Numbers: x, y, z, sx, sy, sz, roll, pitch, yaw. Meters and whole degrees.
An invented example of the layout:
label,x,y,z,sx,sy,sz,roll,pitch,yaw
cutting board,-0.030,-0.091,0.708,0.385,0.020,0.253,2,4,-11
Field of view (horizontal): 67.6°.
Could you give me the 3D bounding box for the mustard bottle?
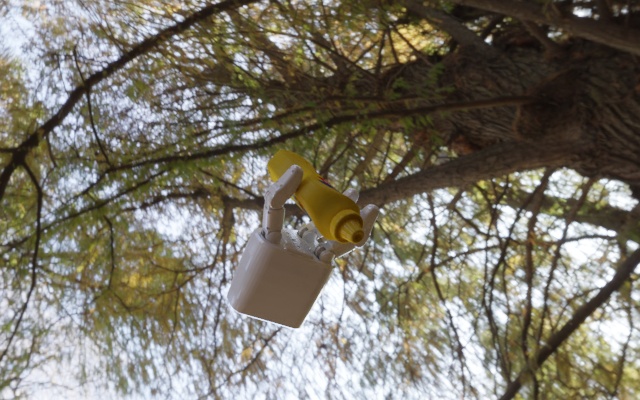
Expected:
label,x,y,z,sx,sy,sz,roll,pitch,yaw
mustard bottle,0.000,0.002,0.626,0.096,0.058,0.191,46,-1,-38
